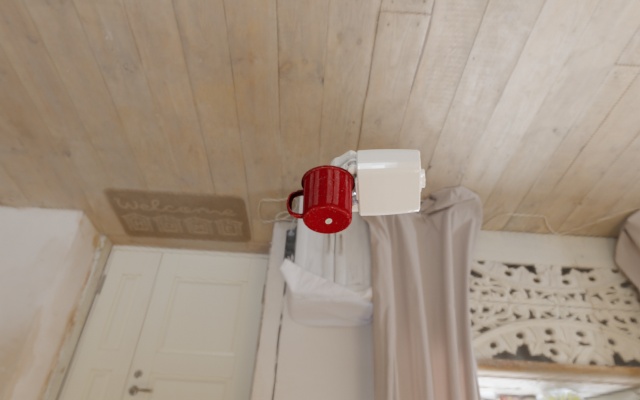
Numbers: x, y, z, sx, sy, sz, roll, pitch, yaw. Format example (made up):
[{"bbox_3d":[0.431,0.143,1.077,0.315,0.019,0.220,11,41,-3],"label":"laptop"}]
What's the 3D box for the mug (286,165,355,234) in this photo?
[{"bbox_3d":[-0.001,0.003,0.797,0.117,0.081,0.093,-4,-38,8],"label":"mug"}]
